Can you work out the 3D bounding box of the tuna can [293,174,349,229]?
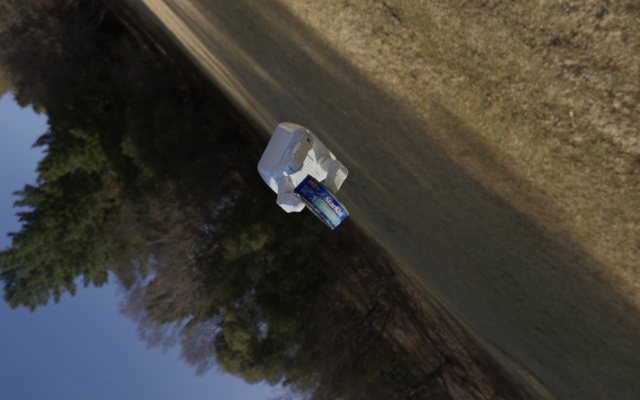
[{"bbox_3d":[0.000,0.003,0.706,0.086,0.034,0.086,44,-6,5],"label":"tuna can"}]
